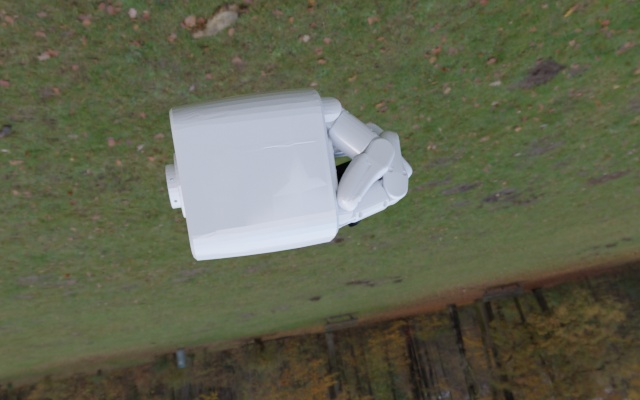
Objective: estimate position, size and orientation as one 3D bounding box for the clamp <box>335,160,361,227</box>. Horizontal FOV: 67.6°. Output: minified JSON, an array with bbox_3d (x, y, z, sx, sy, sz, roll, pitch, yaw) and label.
[{"bbox_3d":[0.000,0.002,0.462,0.120,0.039,0.171,-11,-16,-14],"label":"clamp"}]
